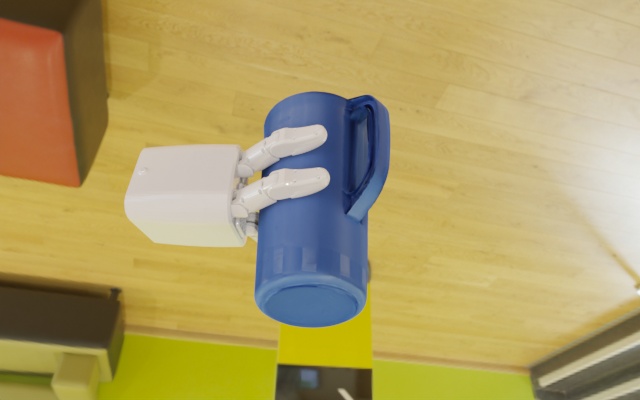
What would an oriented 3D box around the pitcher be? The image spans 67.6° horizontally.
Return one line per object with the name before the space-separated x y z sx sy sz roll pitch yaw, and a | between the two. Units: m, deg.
pitcher | 0.000 0.002 0.517 0.145 0.242 0.149 1 -38 1
